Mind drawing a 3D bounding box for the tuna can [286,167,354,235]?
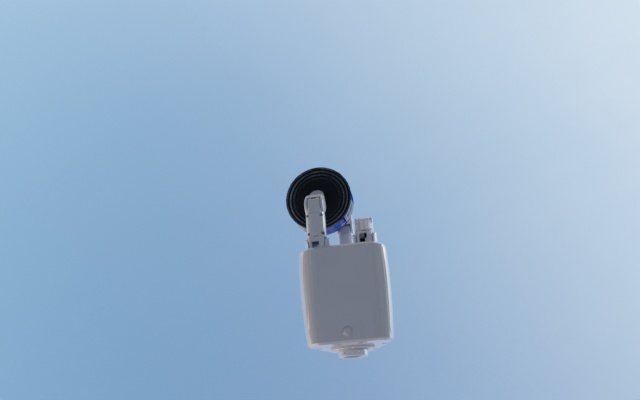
[{"bbox_3d":[0.000,0.002,0.627,0.086,0.086,0.034,0,-20,12],"label":"tuna can"}]
